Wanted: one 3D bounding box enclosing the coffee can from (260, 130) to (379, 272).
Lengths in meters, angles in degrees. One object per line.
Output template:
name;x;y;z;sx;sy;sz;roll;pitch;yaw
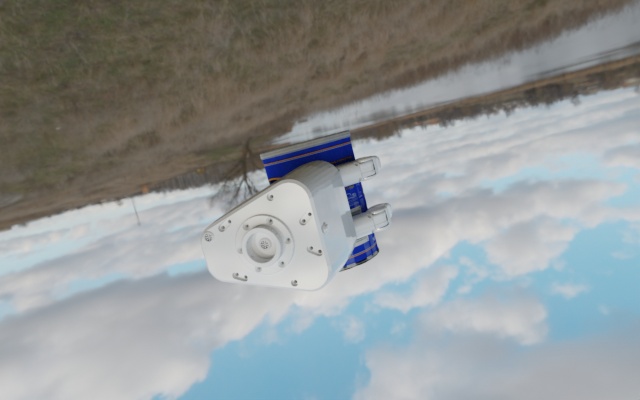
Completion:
coffee can;0.000;0.002;0.538;0.103;0.140;0.103;-15;7;2
